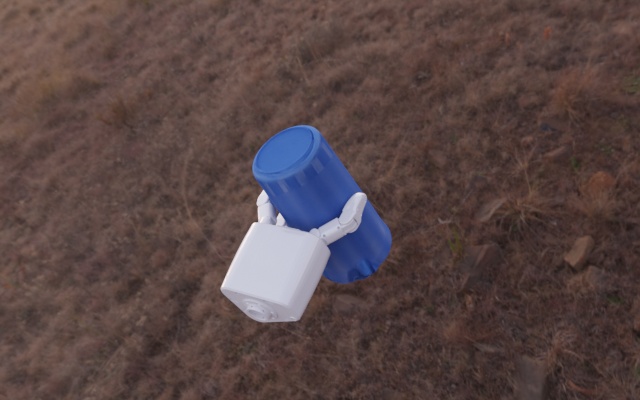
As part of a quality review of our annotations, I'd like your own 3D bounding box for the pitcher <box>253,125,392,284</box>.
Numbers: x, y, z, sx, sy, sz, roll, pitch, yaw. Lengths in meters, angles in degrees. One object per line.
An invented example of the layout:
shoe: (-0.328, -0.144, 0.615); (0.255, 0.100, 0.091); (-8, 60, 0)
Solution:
pitcher: (0.000, 0.003, 0.726); (0.149, 0.145, 0.243); (1, -39, 36)
